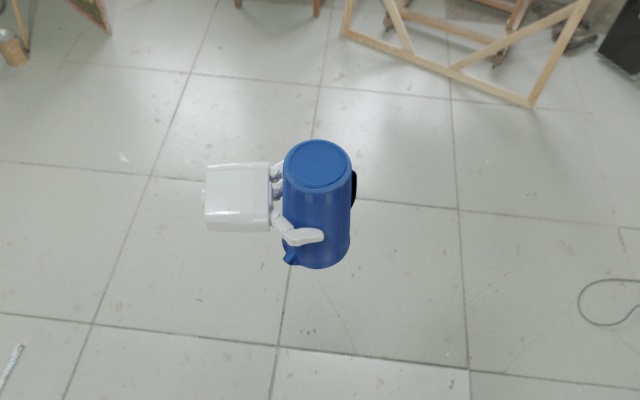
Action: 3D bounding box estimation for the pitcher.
[{"bbox_3d":[0.000,0.003,0.834,0.145,0.149,0.243,0,-34,-2],"label":"pitcher"}]
